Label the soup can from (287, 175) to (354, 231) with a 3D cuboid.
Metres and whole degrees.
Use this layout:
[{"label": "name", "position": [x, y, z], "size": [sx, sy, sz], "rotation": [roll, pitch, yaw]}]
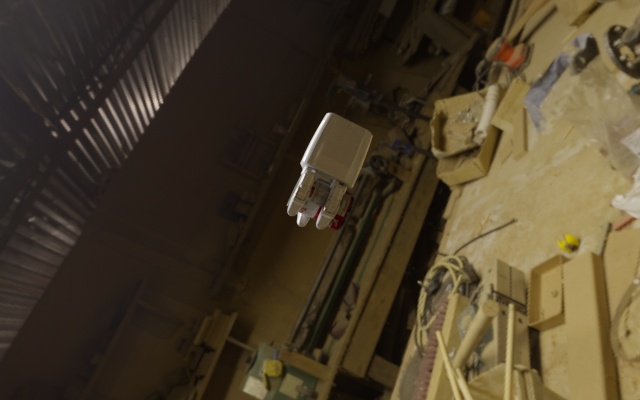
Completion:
[{"label": "soup can", "position": [0.000, 0.003, 0.848], "size": [0.102, 0.068, 0.068], "rotation": [26, -3, -6]}]
